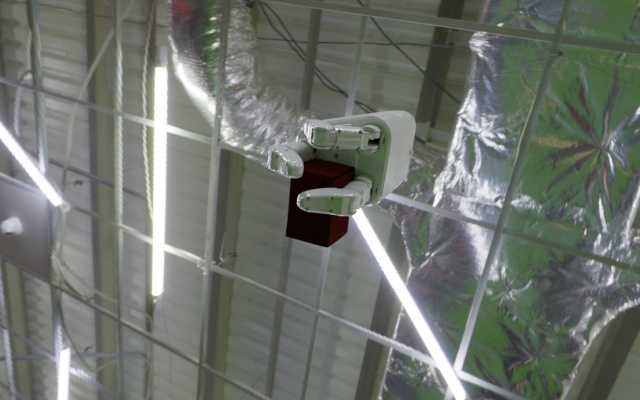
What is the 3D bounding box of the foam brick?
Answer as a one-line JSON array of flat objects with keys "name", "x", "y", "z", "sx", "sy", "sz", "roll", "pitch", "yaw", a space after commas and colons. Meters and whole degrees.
[{"name": "foam brick", "x": 0.000, "y": 0.002, "z": 0.506, "sx": 0.053, "sy": 0.078, "sz": 0.051, "roll": 15, "pitch": 22, "yaw": 23}]
